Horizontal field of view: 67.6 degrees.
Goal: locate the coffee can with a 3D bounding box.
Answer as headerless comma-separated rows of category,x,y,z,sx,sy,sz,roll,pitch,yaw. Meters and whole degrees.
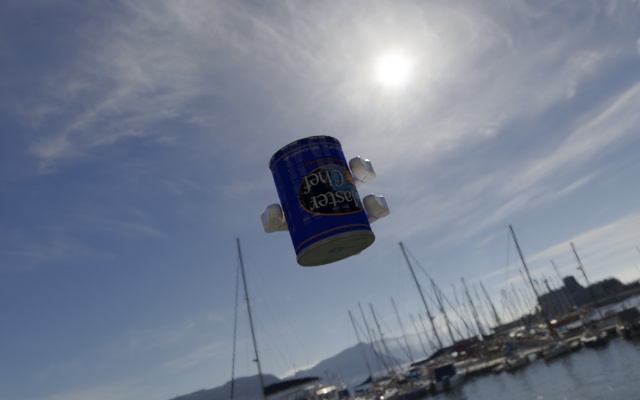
coffee can,0.000,0.002,0.620,0.103,0.140,0.103,-16,-21,-6
